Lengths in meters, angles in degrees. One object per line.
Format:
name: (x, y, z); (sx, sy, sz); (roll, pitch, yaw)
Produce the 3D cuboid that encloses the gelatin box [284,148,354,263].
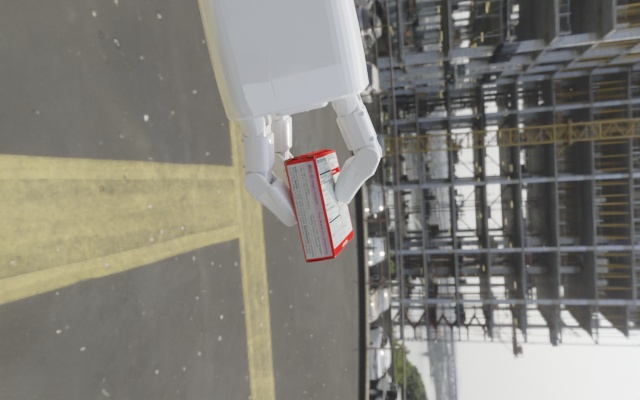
gelatin box: (0.001, 0.002, 0.423); (0.030, 0.089, 0.073); (-11, 7, 17)
